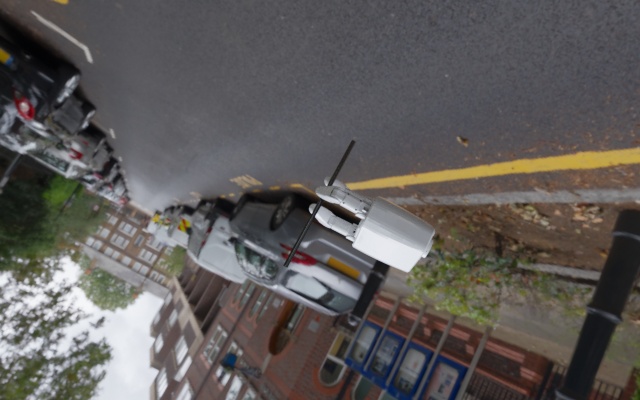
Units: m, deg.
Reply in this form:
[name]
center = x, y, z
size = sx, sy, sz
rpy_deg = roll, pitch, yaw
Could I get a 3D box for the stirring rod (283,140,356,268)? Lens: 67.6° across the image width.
[stirring rod]
center = 0.000, 0.003, 0.788
size = 0.011, 0.239, 0.011
rpy_deg = 27, -12, 6
